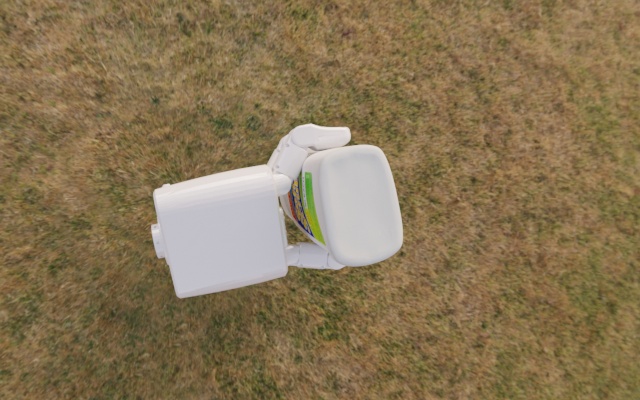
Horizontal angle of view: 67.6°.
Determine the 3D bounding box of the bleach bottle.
[{"bbox_3d":[0.000,0.002,0.506,0.068,0.102,0.251,-12,3,-15],"label":"bleach bottle"}]
